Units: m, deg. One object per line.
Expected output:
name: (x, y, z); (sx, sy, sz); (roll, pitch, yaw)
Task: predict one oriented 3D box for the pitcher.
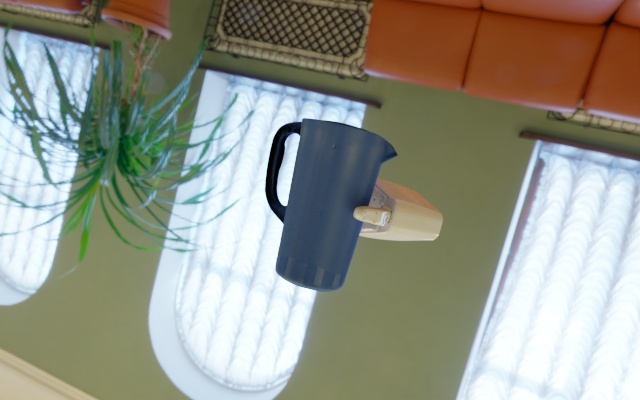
pitcher: (0.000, 0.002, 0.716); (0.145, 0.243, 0.149); (11, 6, -32)
